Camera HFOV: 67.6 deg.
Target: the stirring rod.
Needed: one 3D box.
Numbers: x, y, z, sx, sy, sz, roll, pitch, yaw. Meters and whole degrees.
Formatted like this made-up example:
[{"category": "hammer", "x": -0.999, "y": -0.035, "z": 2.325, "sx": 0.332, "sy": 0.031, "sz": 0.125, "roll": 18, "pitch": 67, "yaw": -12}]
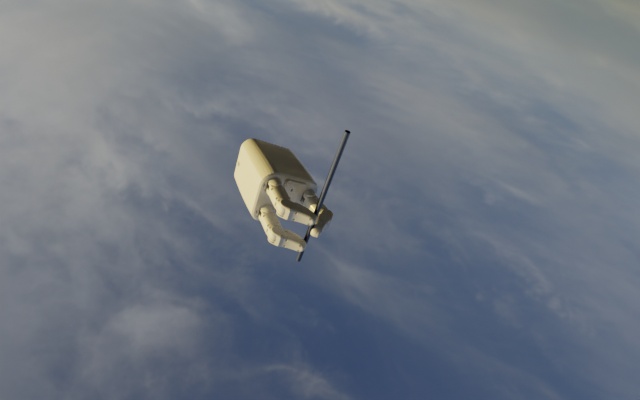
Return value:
[{"category": "stirring rod", "x": 0.000, "y": 0.002, "z": 0.692, "sx": 0.011, "sy": 0.240, "sz": 0.011, "roll": 14, "pitch": 36, "yaw": -10}]
